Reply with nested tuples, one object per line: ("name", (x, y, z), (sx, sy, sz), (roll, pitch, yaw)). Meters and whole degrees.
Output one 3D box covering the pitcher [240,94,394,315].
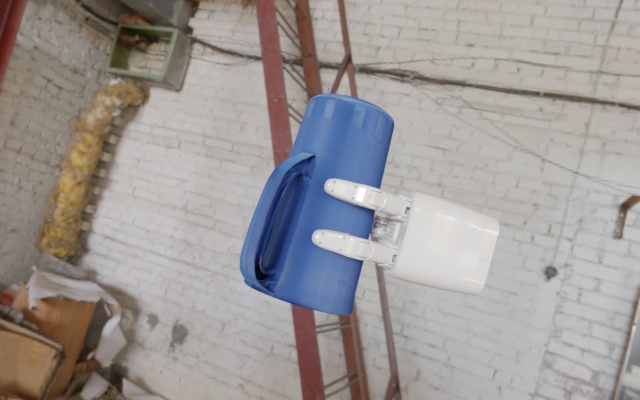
("pitcher", (0.000, 0.002, 0.560), (0.145, 0.243, 0.149), (16, -3, -7))
